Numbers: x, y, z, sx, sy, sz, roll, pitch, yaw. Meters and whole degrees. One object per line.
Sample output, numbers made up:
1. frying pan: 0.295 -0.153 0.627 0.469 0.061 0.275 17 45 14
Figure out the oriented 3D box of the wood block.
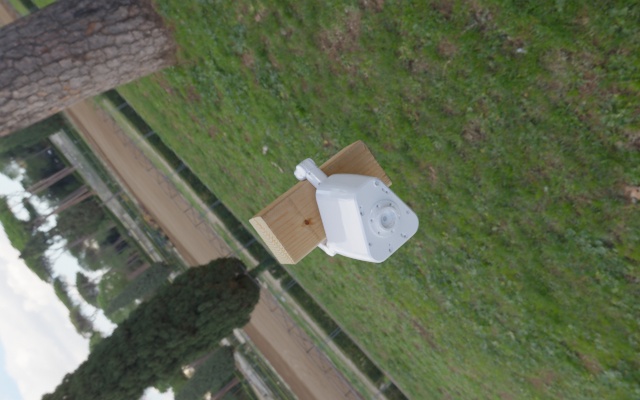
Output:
1. wood block: 0.000 0.002 0.768 0.206 0.091 0.090 -38 7 -19
